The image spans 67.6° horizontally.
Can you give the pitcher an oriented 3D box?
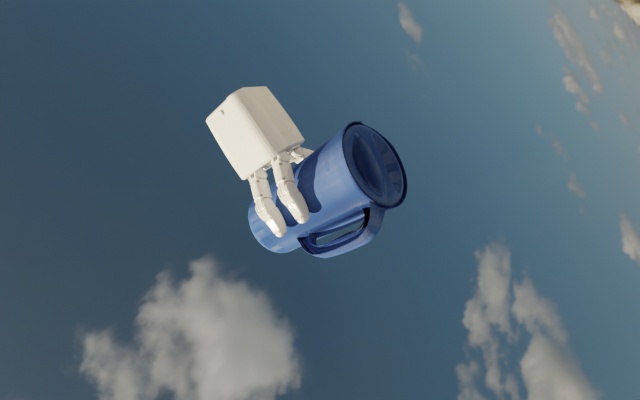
[{"bbox_3d":[0.000,0.002,0.721,0.243,0.145,0.149,-31,6,39],"label":"pitcher"}]
